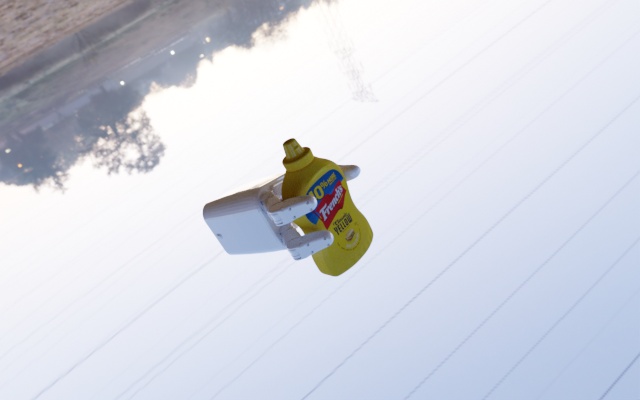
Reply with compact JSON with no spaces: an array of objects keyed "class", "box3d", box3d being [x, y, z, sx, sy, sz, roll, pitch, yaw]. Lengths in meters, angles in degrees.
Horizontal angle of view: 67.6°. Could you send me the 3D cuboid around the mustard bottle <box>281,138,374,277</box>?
[{"class":"mustard bottle","box3d":[0.000,0.002,0.635,0.096,0.192,0.058,-43,30,-28]}]
